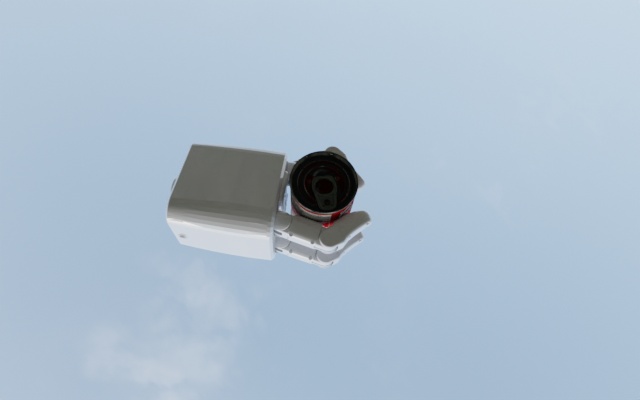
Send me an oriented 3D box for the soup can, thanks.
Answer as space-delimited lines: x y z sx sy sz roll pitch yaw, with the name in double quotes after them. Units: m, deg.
0.001 0.002 0.510 0.068 0.068 0.102 0 -24 -4 "soup can"
